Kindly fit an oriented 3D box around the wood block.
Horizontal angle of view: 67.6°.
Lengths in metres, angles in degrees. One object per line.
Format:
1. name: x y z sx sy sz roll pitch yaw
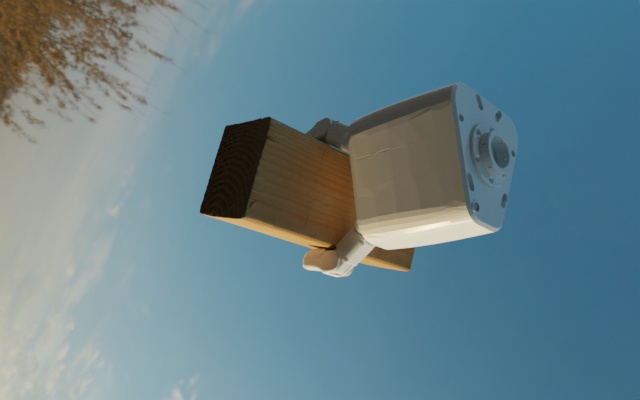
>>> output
1. wood block: 0.000 0.002 0.479 0.206 0.091 0.090 22 -11 -36
